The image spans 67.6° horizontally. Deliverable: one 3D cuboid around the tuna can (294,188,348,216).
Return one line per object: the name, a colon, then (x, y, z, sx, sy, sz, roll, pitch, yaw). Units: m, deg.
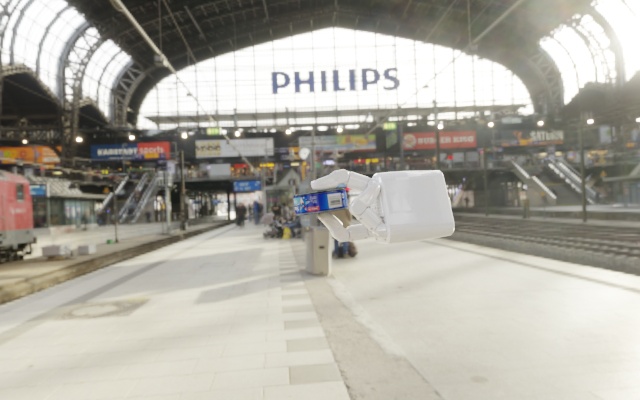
tuna can: (0.000, 0.002, 0.763, 0.086, 0.034, 0.086, -8, 0, 0)
